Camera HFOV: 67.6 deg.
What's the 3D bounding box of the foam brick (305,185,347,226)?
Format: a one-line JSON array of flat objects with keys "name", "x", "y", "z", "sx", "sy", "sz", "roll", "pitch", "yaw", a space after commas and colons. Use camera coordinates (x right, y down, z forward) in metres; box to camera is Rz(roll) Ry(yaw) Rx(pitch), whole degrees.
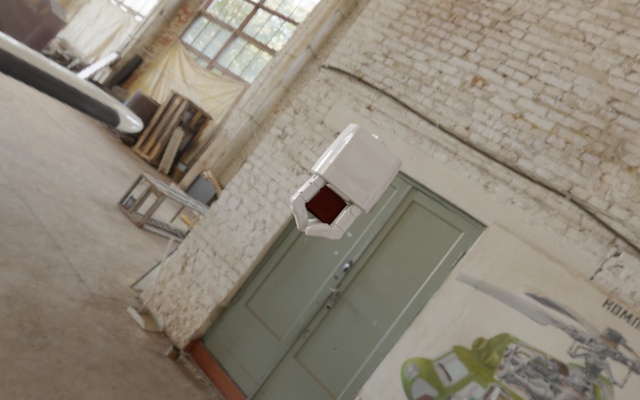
[{"name": "foam brick", "x": 0.000, "y": 0.003, "z": 0.821, "sx": 0.053, "sy": 0.051, "sz": 0.078, "roll": 40, "pitch": -3, "yaw": -23}]
